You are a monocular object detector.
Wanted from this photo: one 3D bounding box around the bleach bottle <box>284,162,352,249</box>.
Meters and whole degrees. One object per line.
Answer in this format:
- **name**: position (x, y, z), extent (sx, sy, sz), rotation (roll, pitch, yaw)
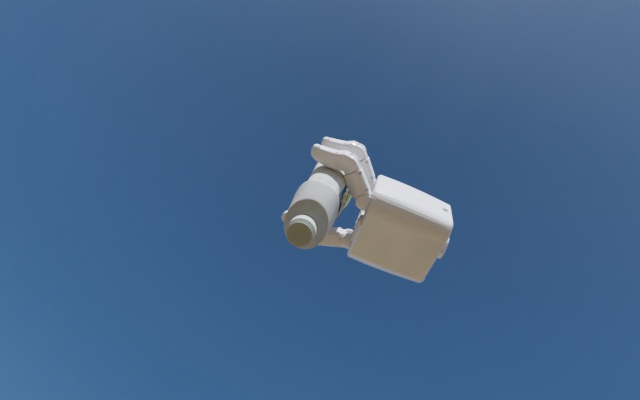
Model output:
- **bleach bottle**: position (0.000, 0.002, 0.615), extent (0.068, 0.103, 0.250), rotation (22, 22, 4)
